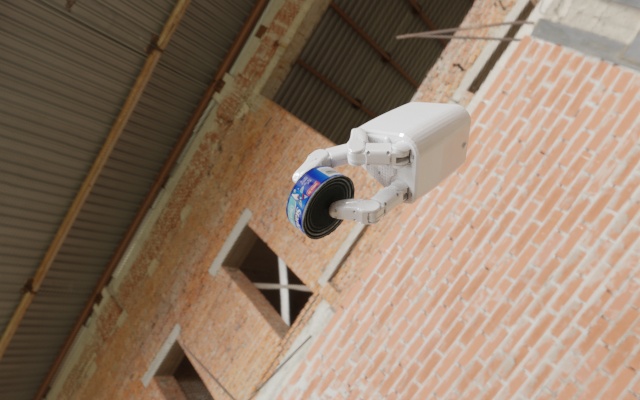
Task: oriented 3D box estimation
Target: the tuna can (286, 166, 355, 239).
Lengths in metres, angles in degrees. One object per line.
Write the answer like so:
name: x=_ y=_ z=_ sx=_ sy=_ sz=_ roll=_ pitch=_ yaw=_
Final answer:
tuna can: x=0.000 y=0.002 z=0.575 sx=0.033 sy=0.086 sz=0.086 roll=34 pitch=20 yaw=34
